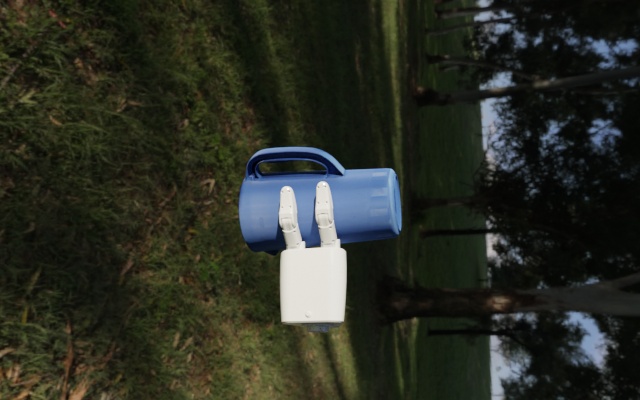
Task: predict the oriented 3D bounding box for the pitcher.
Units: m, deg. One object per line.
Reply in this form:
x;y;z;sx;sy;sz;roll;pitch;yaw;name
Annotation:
0.000;0.003;0.757;0.243;0.145;0.149;-4;-20;14;pitcher
